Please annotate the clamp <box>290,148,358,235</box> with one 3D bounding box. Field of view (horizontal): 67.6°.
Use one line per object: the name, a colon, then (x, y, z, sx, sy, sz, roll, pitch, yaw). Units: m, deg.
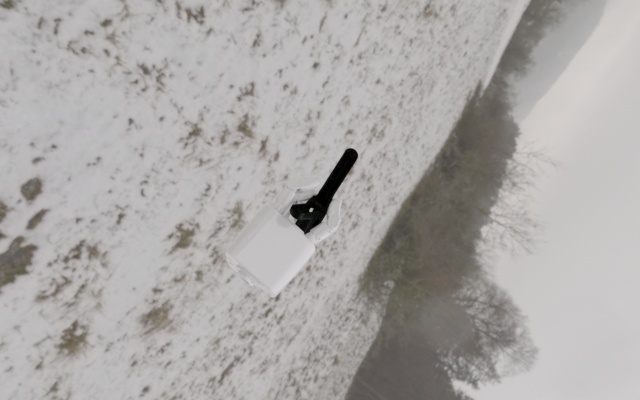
clamp: (0.001, 0.004, 0.848, 0.036, 0.164, 0.210, 39, -21, 10)
